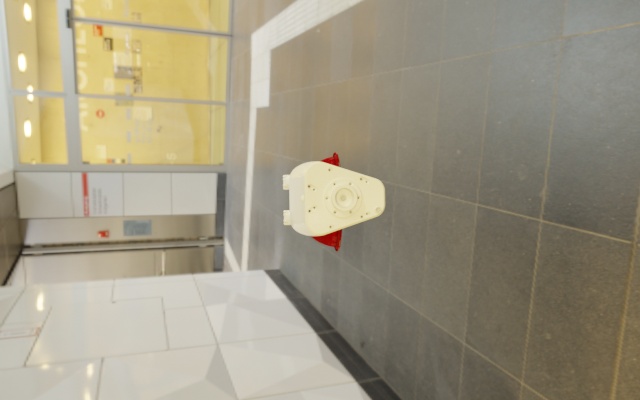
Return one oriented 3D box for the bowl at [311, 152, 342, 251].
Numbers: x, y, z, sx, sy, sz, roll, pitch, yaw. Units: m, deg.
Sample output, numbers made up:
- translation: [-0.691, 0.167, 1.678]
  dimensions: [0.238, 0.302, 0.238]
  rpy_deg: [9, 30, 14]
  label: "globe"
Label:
- translation: [0.000, 0.003, 0.778]
  dimensions: [0.055, 0.162, 0.162]
  rpy_deg: [-1, 0, -4]
  label: "bowl"
